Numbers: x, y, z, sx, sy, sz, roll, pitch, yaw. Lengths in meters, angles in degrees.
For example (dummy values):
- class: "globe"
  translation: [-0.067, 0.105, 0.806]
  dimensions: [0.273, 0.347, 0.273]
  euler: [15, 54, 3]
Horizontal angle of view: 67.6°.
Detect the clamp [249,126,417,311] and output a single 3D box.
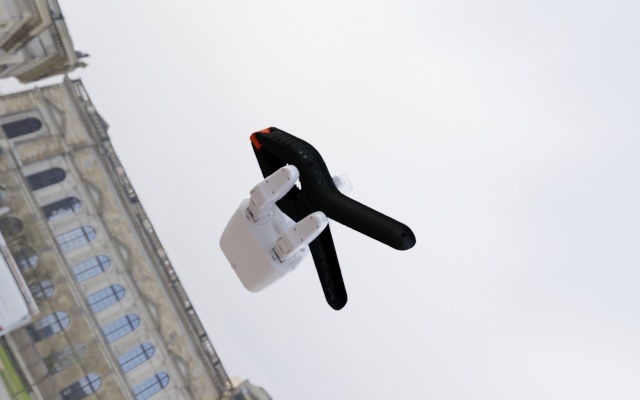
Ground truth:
- class: "clamp"
  translation: [0.000, 0.001, 0.488]
  dimensions: [0.036, 0.210, 0.165]
  euler: [-26, -11, -37]
